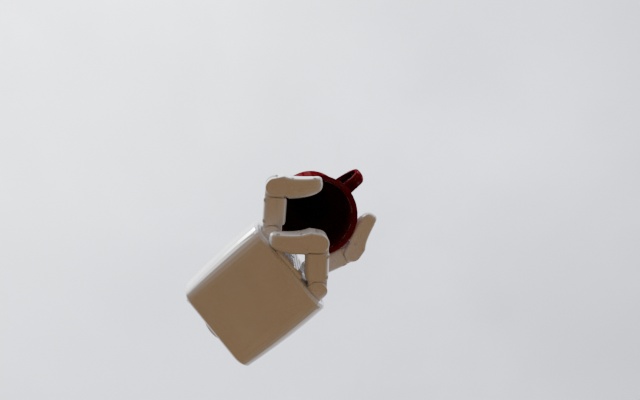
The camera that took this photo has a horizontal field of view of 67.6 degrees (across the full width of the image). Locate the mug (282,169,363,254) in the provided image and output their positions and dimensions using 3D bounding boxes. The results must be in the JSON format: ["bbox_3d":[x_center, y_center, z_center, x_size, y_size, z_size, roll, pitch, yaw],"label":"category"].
[{"bbox_3d":[0.001,0.001,0.564,0.117,0.093,0.081,-40,13,3],"label":"mug"}]
